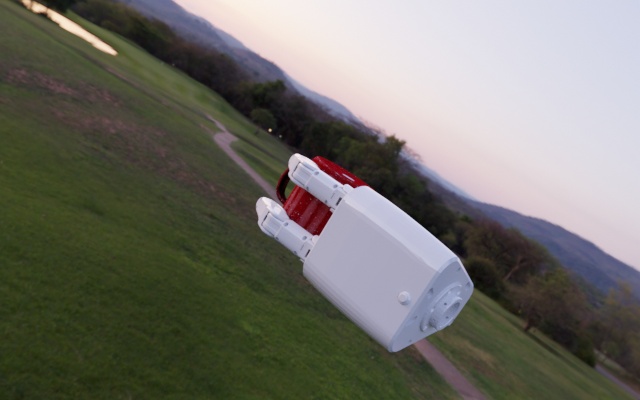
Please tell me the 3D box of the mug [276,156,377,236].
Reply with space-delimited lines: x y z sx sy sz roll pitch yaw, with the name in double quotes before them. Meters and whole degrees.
"mug" -0.001 0.001 0.505 0.117 0.081 0.093 39 11 33
